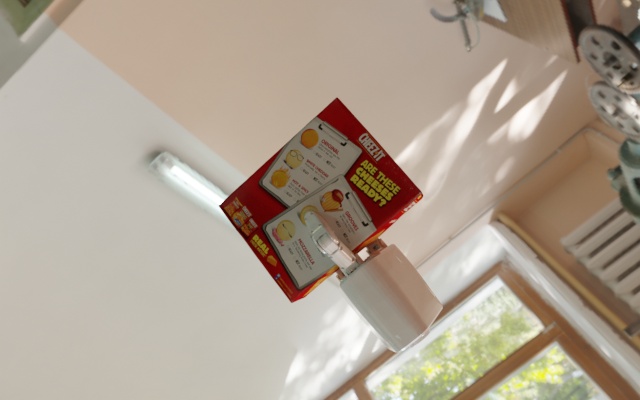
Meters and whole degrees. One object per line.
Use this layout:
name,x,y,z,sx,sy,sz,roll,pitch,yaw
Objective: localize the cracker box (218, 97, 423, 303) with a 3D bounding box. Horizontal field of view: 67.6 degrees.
cracker box,0.000,0.002,0.626,0.214,0.164,0.072,-41,-13,9
